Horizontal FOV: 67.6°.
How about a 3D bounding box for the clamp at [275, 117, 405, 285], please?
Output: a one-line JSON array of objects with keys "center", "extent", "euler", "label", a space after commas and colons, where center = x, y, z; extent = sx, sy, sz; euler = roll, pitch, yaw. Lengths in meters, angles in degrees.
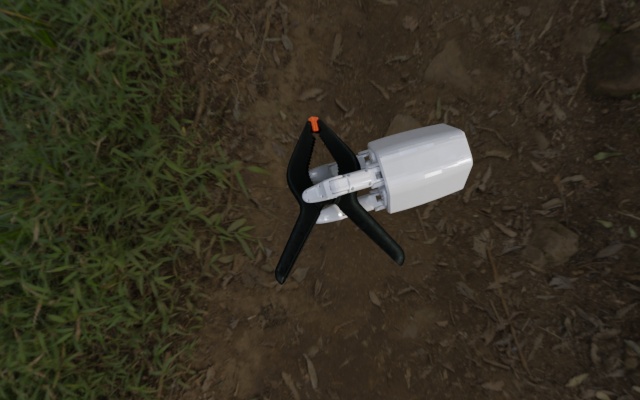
[{"center": [0.000, 0.001, 0.604], "extent": [0.164, 0.210, 0.036], "euler": [-17, -3, 4], "label": "clamp"}]
